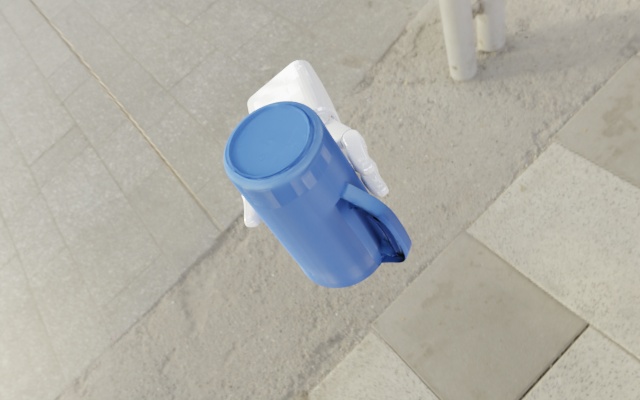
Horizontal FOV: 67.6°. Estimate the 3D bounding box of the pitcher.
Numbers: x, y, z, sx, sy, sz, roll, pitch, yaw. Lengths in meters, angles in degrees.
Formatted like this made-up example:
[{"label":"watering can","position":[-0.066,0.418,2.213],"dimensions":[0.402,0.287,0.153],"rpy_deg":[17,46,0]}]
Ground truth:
[{"label":"pitcher","position":[0.000,0.002,0.553],"dimensions":[0.149,0.145,0.243],"rpy_deg":[-26,-36,7]}]
